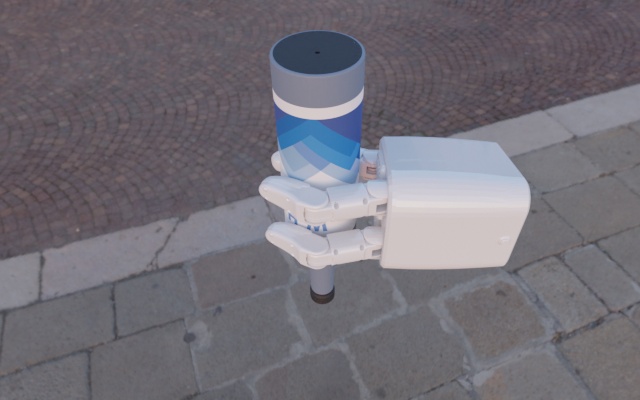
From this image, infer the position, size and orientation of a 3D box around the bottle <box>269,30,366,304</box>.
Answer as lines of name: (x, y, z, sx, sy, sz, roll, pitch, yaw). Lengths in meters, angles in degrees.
bottle: (0.000, 0.001, 0.433, 0.069, 0.069, 0.296, -1, -45, 1)
